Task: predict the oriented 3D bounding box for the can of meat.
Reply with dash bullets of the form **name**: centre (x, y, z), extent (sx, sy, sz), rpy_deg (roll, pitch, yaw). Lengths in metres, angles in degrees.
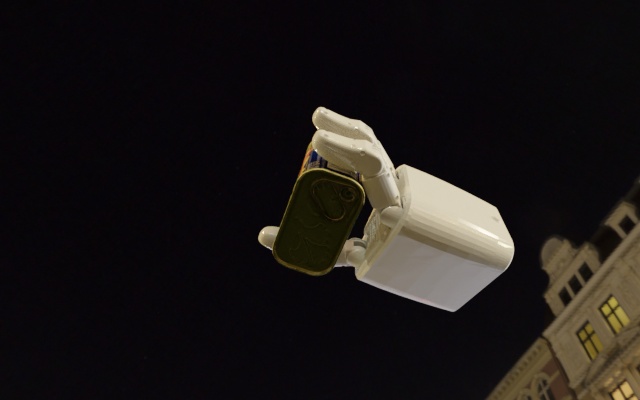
- **can of meat**: centre (0.000, 0.001, 0.434), extent (0.057, 0.102, 0.084), rpy_deg (19, 29, -5)
